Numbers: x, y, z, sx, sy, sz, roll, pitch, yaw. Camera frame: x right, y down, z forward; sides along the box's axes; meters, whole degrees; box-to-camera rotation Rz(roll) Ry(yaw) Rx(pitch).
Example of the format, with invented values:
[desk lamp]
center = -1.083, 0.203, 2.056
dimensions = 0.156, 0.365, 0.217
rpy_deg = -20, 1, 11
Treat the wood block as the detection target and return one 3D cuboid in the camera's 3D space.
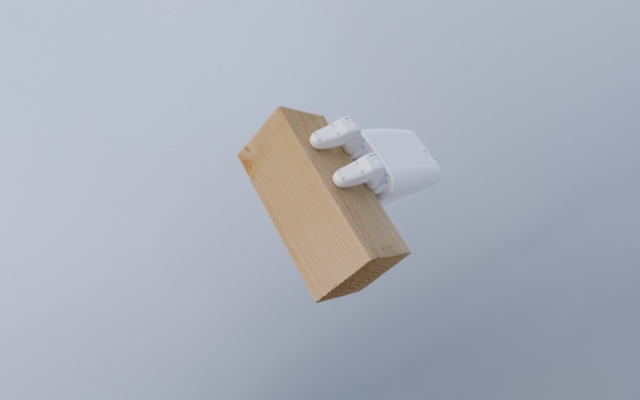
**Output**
[wood block]
center = 0.000, 0.002, 0.558
dimensions = 0.091, 0.206, 0.090
rpy_deg = -44, -25, 30
